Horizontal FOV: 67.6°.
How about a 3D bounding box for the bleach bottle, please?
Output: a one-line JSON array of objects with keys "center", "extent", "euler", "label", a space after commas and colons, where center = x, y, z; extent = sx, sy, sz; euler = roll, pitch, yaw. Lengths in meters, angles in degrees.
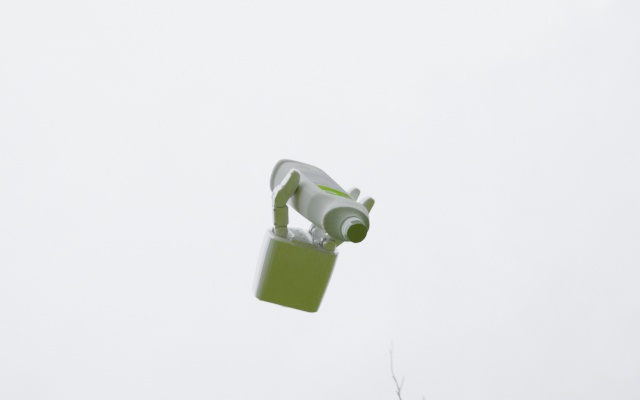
[{"center": [0.000, 0.002, 0.715], "extent": [0.102, 0.068, 0.250], "euler": [12, 13, -22], "label": "bleach bottle"}]
